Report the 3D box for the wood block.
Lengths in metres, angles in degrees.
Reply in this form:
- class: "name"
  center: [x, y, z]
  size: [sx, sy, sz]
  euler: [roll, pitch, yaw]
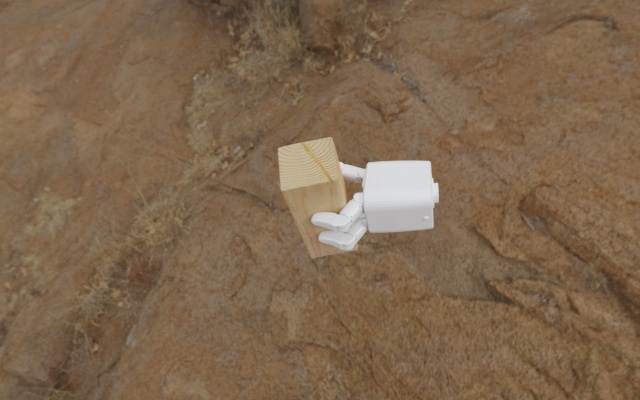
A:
- class: "wood block"
  center: [0.000, 0.002, 0.803]
  size: [0.090, 0.090, 0.206]
  euler: [-11, -38, 6]
